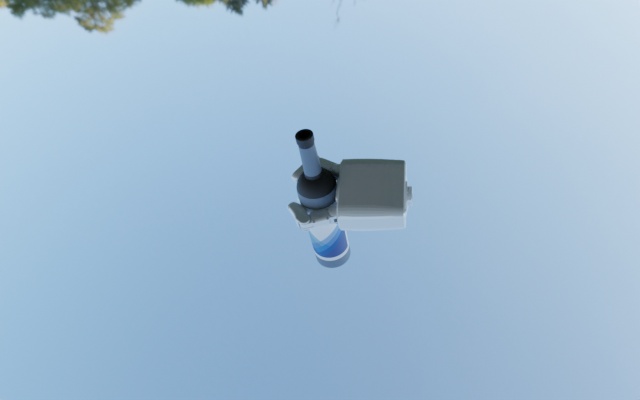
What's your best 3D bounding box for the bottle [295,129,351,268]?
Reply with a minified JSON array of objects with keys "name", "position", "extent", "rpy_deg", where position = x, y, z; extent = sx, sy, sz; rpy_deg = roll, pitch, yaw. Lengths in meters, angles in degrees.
[{"name":"bottle","position":[0.000,0.003,0.799],"extent":[0.069,0.069,0.296],"rpy_deg":[0,-42,13]}]
